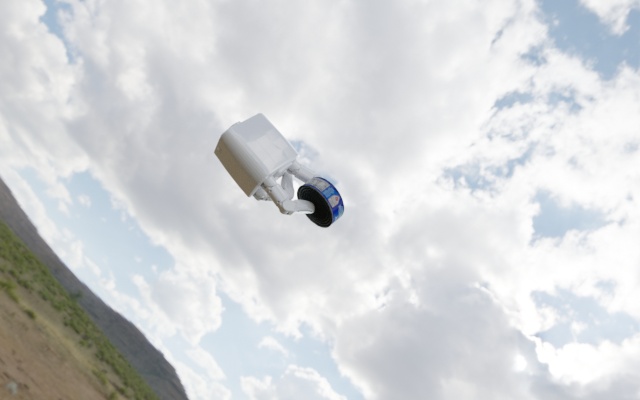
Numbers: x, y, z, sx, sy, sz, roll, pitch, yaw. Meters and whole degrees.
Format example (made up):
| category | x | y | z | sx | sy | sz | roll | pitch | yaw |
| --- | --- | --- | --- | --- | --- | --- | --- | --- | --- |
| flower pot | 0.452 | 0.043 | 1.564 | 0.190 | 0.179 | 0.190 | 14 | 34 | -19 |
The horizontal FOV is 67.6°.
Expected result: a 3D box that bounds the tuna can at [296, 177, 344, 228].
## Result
| category | x | y | z | sx | sy | sz | roll | pitch | yaw |
| --- | --- | --- | --- | --- | --- | --- | --- | --- | --- |
| tuna can | 0.001 | 0.002 | 0.824 | 0.033 | 0.086 | 0.086 | -36 | 21 | -31 |
